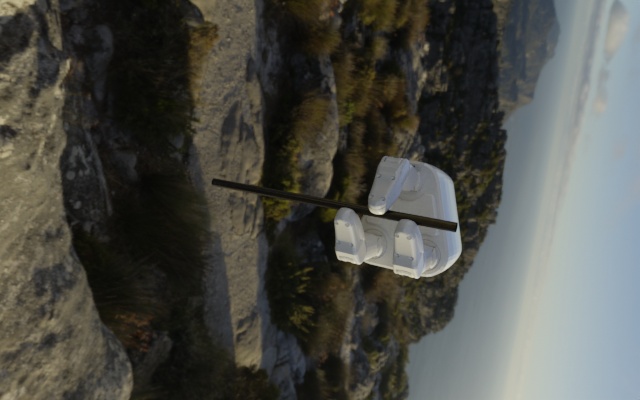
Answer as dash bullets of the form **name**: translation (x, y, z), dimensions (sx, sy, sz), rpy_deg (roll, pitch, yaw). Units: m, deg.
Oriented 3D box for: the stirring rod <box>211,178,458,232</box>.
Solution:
- **stirring rod**: translation (0.000, 0.001, 0.427), dimensions (0.239, 0.011, 0.011), rpy_deg (11, 4, 26)
